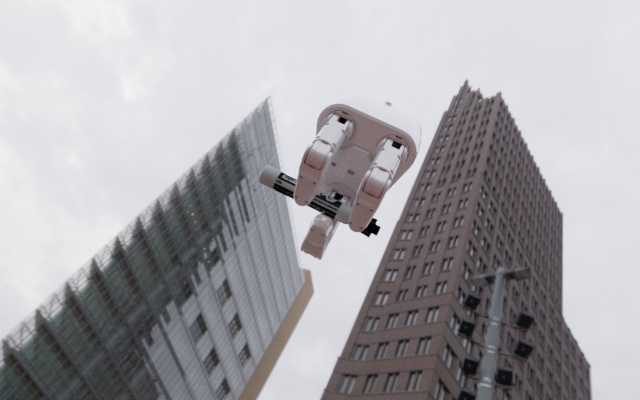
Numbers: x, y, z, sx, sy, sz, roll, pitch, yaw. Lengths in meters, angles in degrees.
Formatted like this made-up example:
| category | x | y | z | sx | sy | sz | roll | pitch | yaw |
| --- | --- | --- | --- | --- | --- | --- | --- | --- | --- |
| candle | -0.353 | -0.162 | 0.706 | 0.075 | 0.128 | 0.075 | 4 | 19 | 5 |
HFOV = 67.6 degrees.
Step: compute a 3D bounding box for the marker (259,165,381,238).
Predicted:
| category | x | y | z | sx | sy | sz | roll | pitch | yaw |
| --- | --- | --- | --- | --- | --- | --- | --- | --- | --- |
| marker | 0.000 | 0.001 | 0.445 | 0.121 | 0.020 | 0.020 | 26 | 3 | 5 |
